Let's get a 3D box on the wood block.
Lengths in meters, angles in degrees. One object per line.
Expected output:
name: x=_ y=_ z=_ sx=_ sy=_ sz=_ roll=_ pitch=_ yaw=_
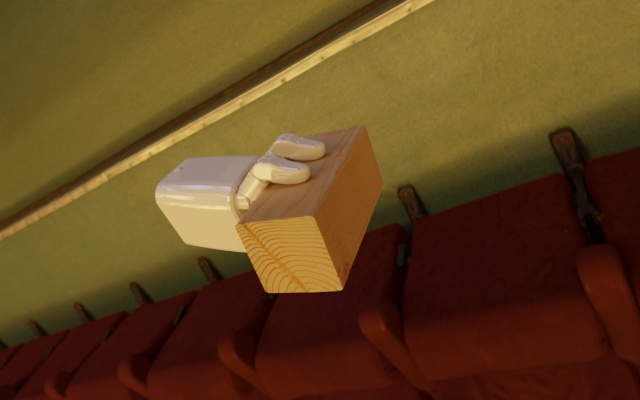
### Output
wood block: x=0.000 y=0.002 z=0.544 sx=0.090 sy=0.091 sz=0.206 roll=-7 pitch=29 yaw=25
